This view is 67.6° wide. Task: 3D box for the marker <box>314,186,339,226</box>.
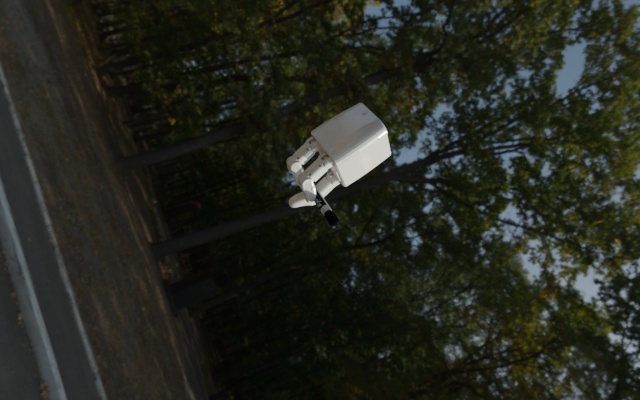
[{"bbox_3d":[0.000,0.003,0.838,0.020,0.020,0.121,0,37,-31],"label":"marker"}]
